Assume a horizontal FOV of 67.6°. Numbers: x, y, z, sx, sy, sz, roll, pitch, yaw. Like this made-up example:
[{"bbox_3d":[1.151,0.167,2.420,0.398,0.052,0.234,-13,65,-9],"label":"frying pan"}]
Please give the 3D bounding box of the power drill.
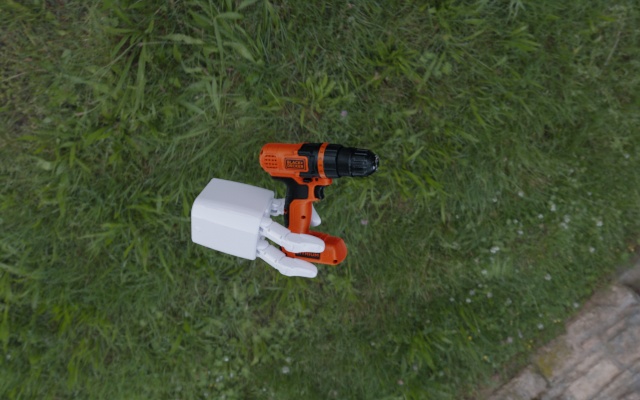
[{"bbox_3d":[0.000,0.003,0.734,0.184,0.188,0.057,6,22,23],"label":"power drill"}]
